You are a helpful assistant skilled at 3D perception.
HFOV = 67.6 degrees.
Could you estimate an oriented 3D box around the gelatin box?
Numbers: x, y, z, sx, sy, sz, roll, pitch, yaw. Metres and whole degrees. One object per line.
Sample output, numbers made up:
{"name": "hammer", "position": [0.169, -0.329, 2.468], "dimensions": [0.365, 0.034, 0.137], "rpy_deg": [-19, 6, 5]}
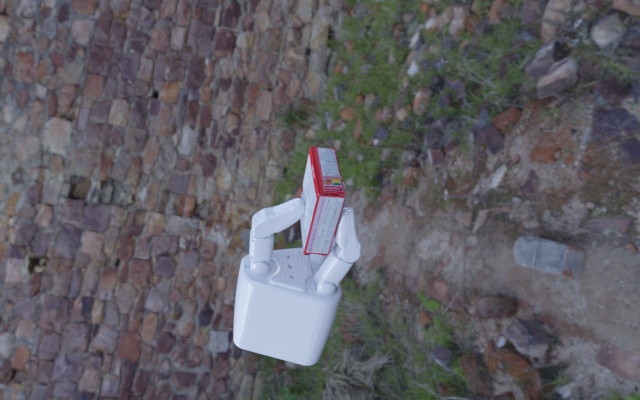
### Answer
{"name": "gelatin box", "position": [0.000, 0.001, 0.489], "dimensions": [0.030, 0.089, 0.073], "rpy_deg": [3, 43, -11]}
